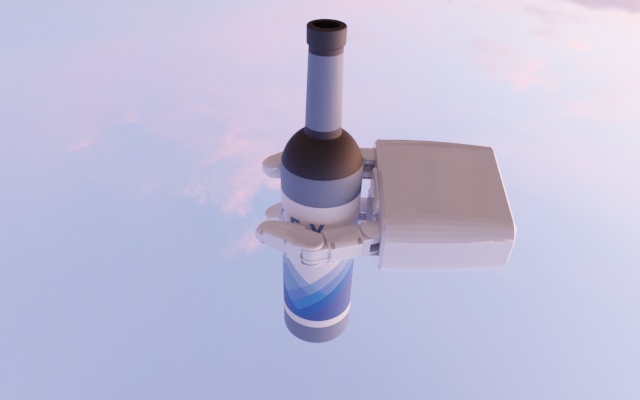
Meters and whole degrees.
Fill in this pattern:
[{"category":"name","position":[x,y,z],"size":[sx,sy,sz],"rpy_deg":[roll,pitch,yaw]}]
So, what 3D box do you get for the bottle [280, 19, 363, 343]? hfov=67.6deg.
[{"category":"bottle","position":[0.000,0.002,0.404],"size":[0.069,0.296,0.069],"rpy_deg":[1,36,-1]}]
